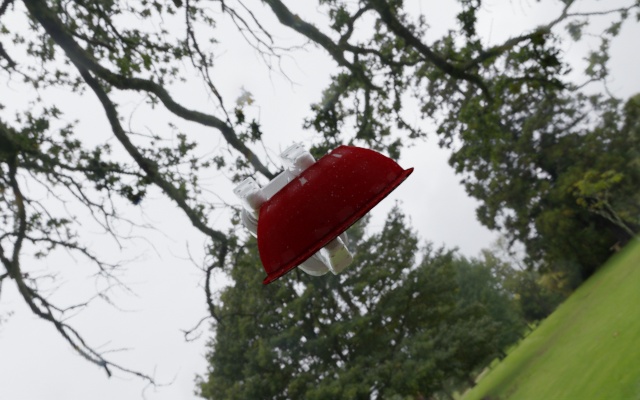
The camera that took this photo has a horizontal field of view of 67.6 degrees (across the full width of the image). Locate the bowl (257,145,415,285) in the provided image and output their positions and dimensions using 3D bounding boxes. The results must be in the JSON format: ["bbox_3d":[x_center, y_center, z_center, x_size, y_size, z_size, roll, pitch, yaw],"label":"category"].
[{"bbox_3d":[0.000,0.001,0.410,0.162,0.055,0.162,-37,0,0],"label":"bowl"}]
